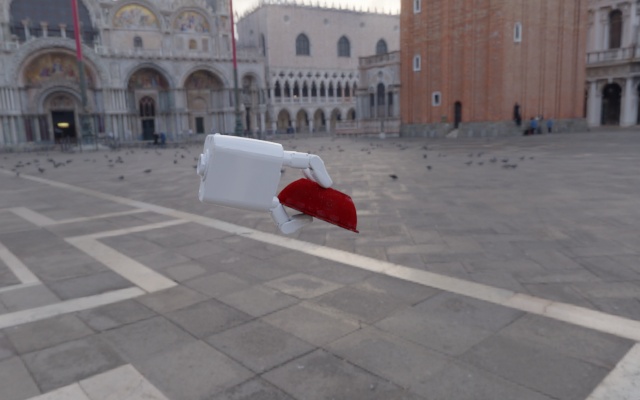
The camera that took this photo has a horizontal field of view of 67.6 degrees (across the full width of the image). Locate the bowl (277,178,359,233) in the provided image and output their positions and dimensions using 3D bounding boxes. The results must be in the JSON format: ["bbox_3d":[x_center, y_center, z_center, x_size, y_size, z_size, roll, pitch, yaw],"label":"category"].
[{"bbox_3d":[0.001,0.003,0.821,0.162,0.055,0.162,21,-1,0],"label":"bowl"}]
